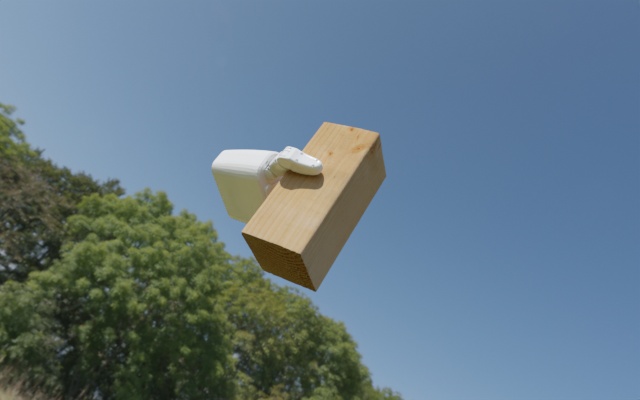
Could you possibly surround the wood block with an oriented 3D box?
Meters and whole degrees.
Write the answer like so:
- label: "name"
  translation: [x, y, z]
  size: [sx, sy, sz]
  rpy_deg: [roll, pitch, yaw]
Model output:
- label: "wood block"
  translation: [0.000, 0.002, 0.633]
  size: [0.090, 0.206, 0.091]
  rpy_deg: [17, -33, 28]
